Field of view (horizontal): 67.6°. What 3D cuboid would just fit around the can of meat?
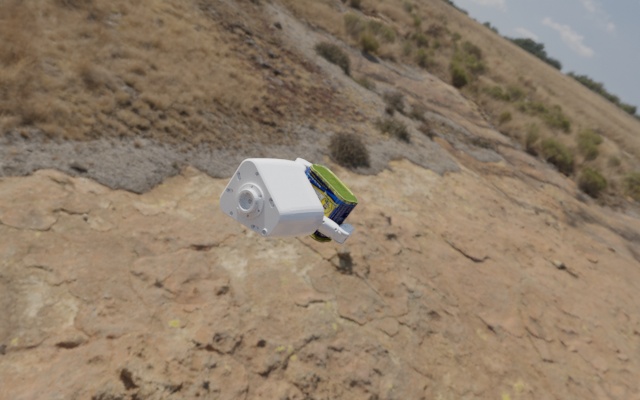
[{"bbox_3d":[0.000,0.002,0.770,0.102,0.084,0.057,47,23,26],"label":"can of meat"}]
